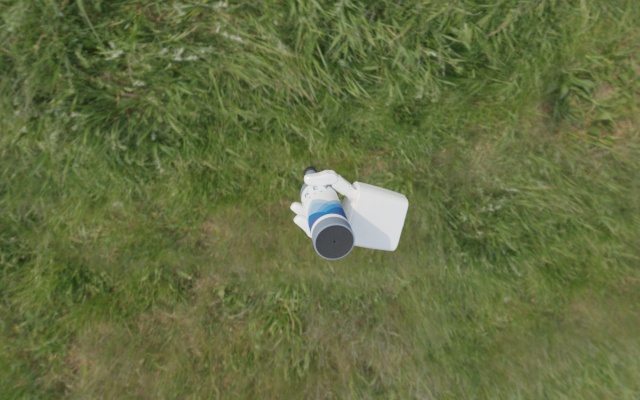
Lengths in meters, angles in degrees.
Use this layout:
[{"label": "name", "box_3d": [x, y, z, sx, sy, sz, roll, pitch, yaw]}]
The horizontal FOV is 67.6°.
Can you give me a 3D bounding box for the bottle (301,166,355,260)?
[{"label": "bottle", "box_3d": [0.000, 0.003, 0.886, 0.069, 0.069, 0.295, 0, 25, -10]}]
